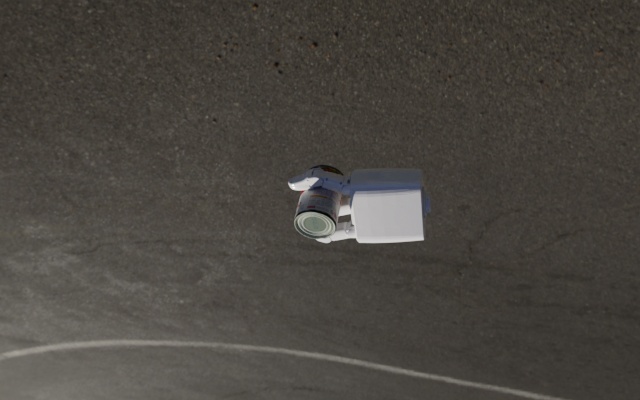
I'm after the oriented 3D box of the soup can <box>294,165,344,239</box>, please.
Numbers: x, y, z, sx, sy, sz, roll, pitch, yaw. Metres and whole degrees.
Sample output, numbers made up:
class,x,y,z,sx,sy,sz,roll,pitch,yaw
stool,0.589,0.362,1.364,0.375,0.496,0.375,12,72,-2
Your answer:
class,x,y,z,sx,sy,sz,roll,pitch,yaw
soup can,0.000,0.003,0.757,0.068,0.102,0.069,7,-42,6
